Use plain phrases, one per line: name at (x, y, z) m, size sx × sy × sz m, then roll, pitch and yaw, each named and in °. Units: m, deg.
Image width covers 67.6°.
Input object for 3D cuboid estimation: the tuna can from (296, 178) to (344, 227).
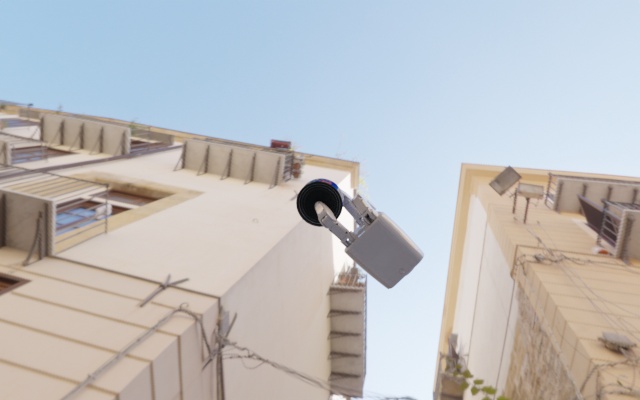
tuna can at (0.000, 0.003, 0.879) m, size 0.086 × 0.086 × 0.033 m, roll 0°, pitch 16°, yaw 9°
